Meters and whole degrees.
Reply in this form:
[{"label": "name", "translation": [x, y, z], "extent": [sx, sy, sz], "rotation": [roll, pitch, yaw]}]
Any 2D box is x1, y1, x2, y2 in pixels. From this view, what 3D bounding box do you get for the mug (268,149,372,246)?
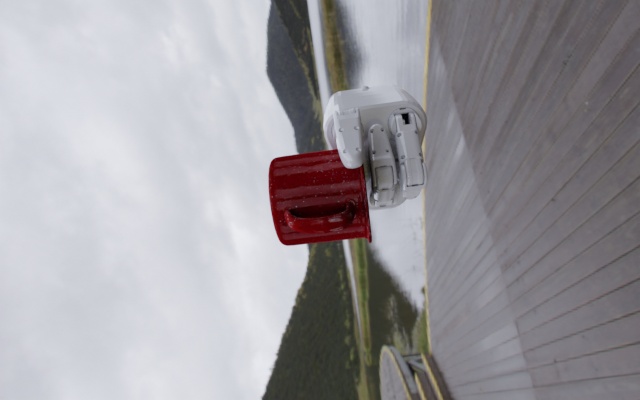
[{"label": "mug", "translation": [0.000, 0.002, 0.418], "extent": [0.081, 0.093, 0.117], "rotation": [-7, 22, 4]}]
